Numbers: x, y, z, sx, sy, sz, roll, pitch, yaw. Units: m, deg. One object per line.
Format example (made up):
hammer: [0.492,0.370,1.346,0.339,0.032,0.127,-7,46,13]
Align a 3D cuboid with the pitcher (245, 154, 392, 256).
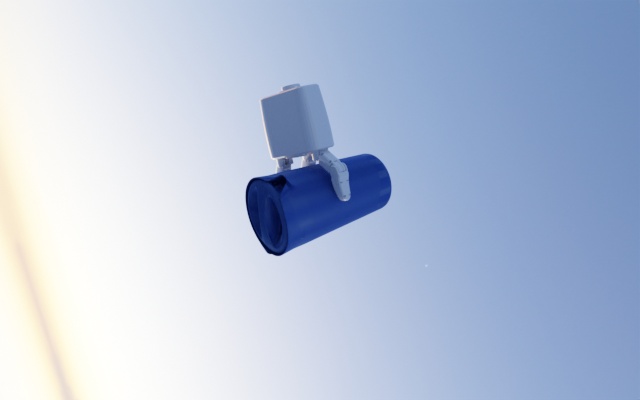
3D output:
pitcher: [0.000,0.003,0.833,0.243,0.145,0.149,-18,9,-32]
